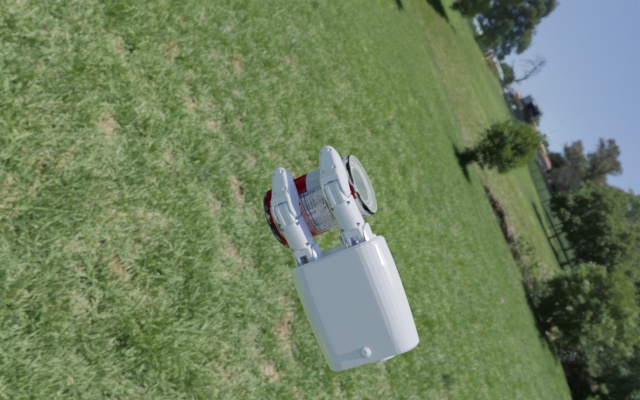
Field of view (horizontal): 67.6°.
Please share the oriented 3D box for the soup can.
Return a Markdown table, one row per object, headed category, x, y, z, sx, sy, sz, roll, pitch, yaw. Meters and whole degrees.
| category | x | y | z | sx | sy | sz | roll | pitch | yaw |
| --- | --- | --- | --- | --- | --- | --- | --- | --- | --- |
| soup can | 0.000 | 0.001 | 0.506 | 0.102 | 0.068 | 0.068 | -23 | -8 | 19 |
